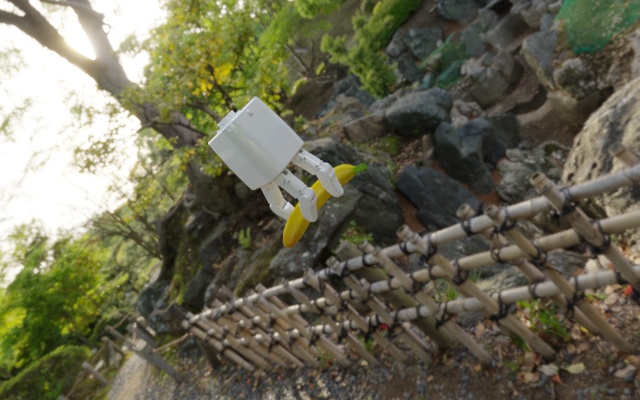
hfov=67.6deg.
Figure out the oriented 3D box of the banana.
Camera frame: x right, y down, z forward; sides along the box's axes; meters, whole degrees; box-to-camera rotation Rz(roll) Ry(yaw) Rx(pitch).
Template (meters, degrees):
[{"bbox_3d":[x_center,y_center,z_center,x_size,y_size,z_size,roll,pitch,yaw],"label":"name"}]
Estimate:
[{"bbox_3d":[-0.005,0.000,0.805,0.197,0.037,0.069,-47,18,-17],"label":"banana"}]
